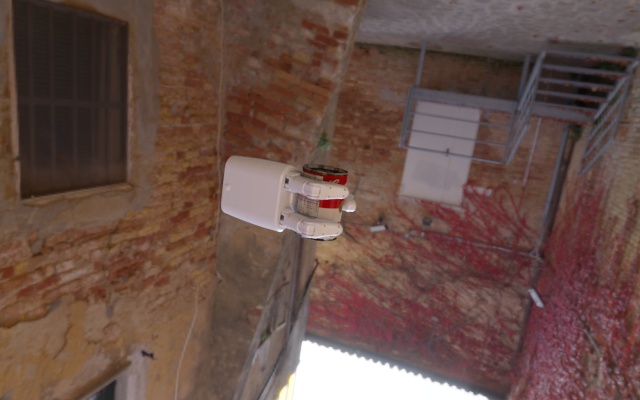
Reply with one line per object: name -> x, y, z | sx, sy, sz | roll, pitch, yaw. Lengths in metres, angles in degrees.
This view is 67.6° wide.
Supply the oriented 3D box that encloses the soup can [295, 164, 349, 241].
soup can -> 0.001, 0.003, 0.708 | 0.068, 0.102, 0.068 | 8, 12, -2
